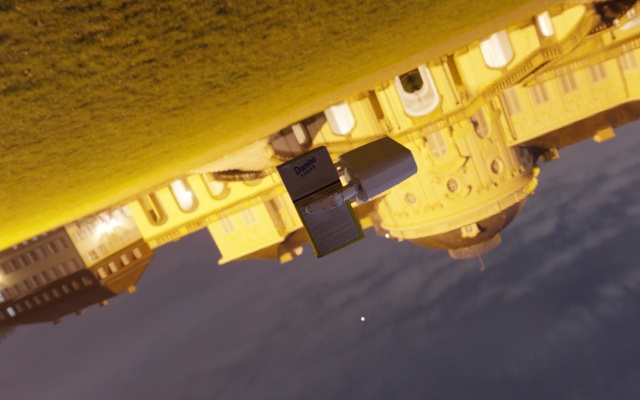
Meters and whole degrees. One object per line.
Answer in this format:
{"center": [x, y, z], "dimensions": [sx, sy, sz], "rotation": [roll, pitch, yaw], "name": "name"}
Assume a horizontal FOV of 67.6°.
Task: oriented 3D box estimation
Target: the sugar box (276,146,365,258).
{"center": [0.000, 0.003, 0.828], "dimensions": [0.093, 0.176, 0.048], "rotation": [-25, 11, -5], "name": "sugar box"}
